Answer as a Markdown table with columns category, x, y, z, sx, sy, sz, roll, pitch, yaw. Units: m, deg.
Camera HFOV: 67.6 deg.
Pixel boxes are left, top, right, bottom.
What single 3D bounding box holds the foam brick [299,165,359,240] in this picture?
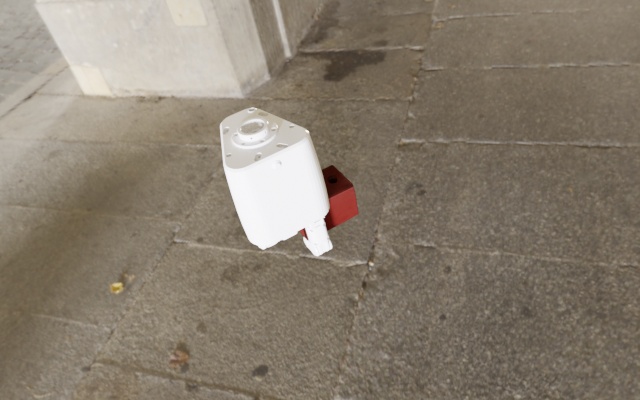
| category | x | y | z | sx | sy | sz | roll | pitch | yaw |
| --- | --- | --- | --- | --- | --- | --- | --- | --- | --- |
| foam brick | 0.000 | 0.002 | 0.593 | 0.078 | 0.051 | 0.053 | -27 | 43 | -15 |
